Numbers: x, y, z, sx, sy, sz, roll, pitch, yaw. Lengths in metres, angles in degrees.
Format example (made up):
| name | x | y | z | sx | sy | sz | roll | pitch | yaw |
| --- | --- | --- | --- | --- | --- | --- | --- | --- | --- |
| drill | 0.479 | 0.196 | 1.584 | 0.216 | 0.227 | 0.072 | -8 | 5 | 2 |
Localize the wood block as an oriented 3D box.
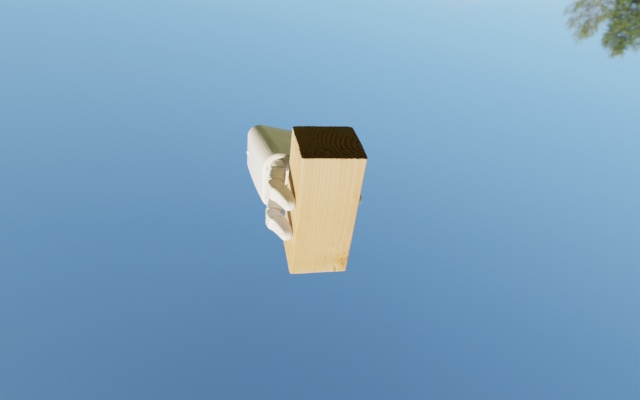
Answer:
| name | x | y | z | sx | sy | sz | roll | pitch | yaw |
| --- | --- | --- | --- | --- | --- | --- | --- | --- | --- |
| wood block | 0.000 | 0.002 | 0.706 | 0.091 | 0.206 | 0.090 | -2 | 38 | -12 |
